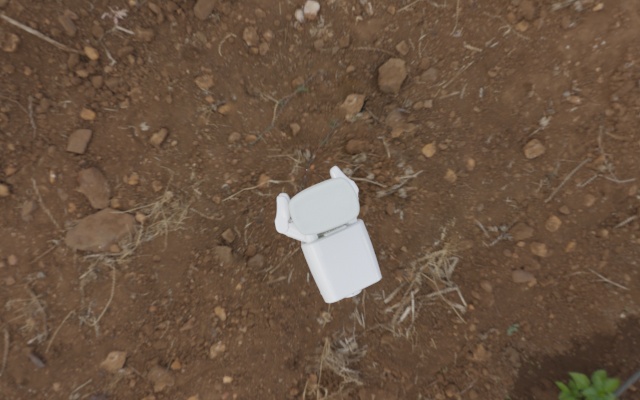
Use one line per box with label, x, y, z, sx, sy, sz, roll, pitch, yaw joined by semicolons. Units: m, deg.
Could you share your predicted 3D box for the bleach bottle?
bleach bottle;0.000;0.003;0.800;0.102;0.068;0.251;-22;4;0
